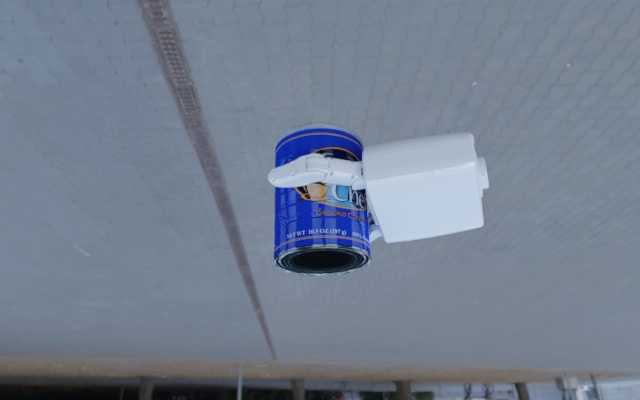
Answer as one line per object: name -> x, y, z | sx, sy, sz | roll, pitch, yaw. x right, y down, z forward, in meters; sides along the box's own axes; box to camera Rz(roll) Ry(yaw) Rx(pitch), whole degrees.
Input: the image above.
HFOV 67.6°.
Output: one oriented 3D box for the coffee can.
coffee can -> 0.000, 0.002, 0.523 | 0.103, 0.140, 0.103 | -1, -24, -1
